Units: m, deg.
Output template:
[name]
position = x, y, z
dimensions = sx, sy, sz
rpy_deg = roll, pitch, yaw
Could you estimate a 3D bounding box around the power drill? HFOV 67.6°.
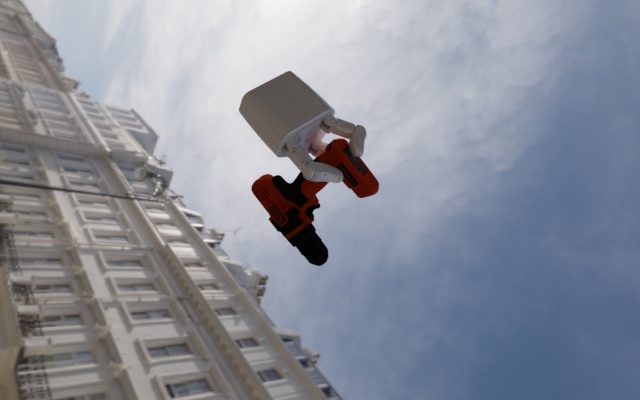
[power drill]
position = 0.000, 0.002, 0.778
dimensions = 0.188, 0.184, 0.057
rpy_deg = -34, 10, 26
